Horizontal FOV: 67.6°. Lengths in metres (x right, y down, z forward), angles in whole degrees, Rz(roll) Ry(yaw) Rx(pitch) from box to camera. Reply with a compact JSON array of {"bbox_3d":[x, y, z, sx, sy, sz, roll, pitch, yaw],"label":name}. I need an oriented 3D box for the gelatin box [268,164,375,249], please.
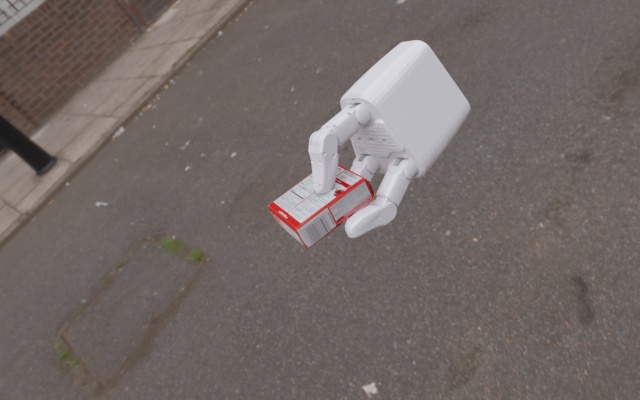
[{"bbox_3d":[0.000,0.001,0.489,0.089,0.030,0.073,-36,32,-13],"label":"gelatin box"}]
